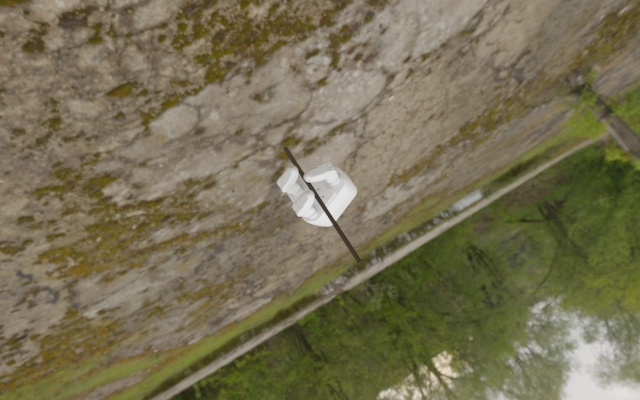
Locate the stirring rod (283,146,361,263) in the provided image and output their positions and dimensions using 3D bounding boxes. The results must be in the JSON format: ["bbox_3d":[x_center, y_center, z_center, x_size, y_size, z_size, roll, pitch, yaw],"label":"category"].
[{"bbox_3d":[0.000,0.003,0.811,0.011,0.239,0.011,-30,-18,-11],"label":"stirring rod"}]
